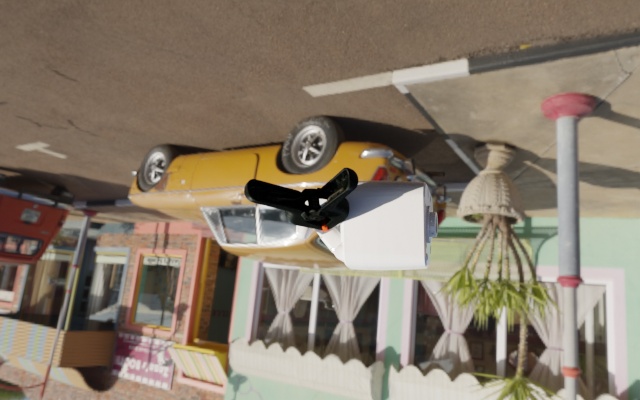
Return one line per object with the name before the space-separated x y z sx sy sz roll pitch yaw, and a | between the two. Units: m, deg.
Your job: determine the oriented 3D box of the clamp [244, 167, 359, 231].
clamp | 0.000 0.002 0.557 0.120 0.039 0.171 -3 -14 19
